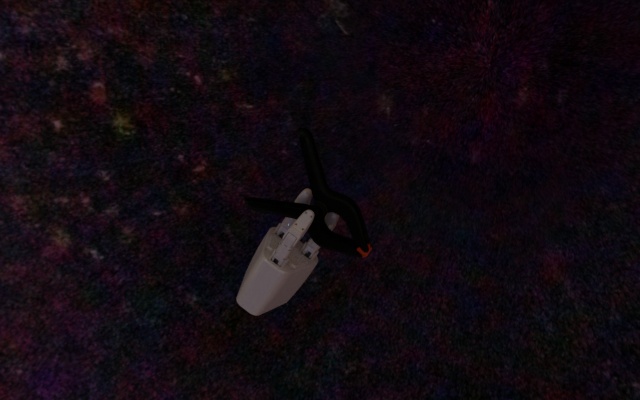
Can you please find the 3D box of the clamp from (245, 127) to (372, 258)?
[{"bbox_3d":[0.000,0.003,0.728,0.210,0.165,0.036,36,26,7],"label":"clamp"}]
